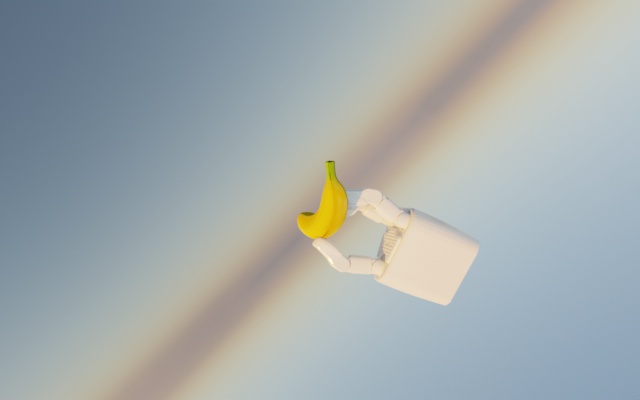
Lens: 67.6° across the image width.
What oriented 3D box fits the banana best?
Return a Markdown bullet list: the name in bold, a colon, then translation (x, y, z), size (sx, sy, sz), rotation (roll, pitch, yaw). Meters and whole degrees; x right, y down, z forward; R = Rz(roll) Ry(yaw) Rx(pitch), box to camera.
- **banana**: translation (0.003, 0.018, 0.652), size (0.037, 0.069, 0.198), rotation (-1, -22, -16)
